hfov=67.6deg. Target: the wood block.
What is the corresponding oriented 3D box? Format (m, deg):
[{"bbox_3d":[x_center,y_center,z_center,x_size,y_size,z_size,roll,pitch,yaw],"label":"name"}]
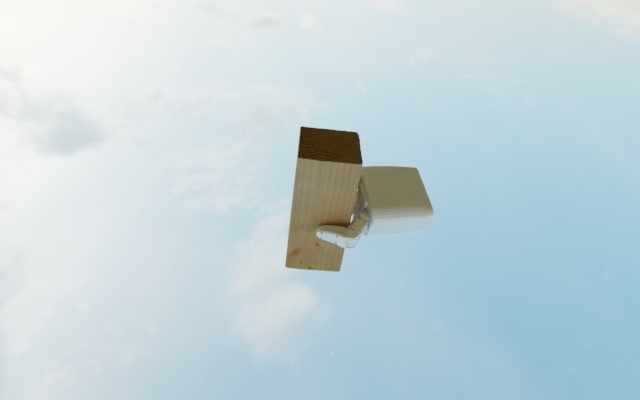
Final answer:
[{"bbox_3d":[0.000,0.003,0.728,0.090,0.206,0.090,5,37,-4],"label":"wood block"}]
